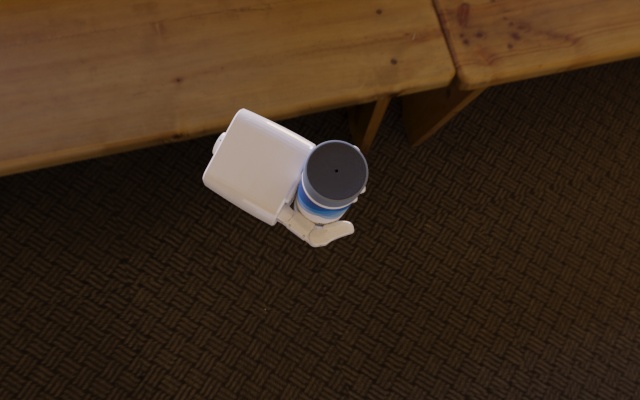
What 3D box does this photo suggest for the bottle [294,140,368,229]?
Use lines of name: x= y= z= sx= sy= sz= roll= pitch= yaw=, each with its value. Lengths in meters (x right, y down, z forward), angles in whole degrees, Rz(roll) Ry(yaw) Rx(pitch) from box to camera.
bottle: x=0.000 y=0.002 z=0.630 sx=0.069 sy=0.069 sz=0.296 roll=0 pitch=-13 yaw=-7
